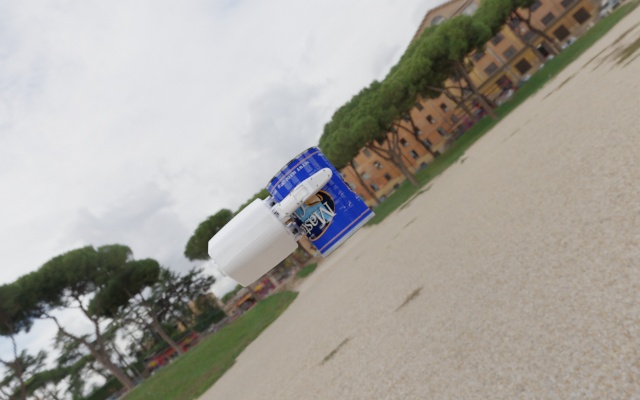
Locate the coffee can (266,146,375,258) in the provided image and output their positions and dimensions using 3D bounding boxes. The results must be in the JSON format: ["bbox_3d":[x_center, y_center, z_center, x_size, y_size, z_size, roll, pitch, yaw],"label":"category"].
[{"bbox_3d":[0.000,0.002,0.732,0.103,0.140,0.103,-40,-5,-4],"label":"coffee can"}]
